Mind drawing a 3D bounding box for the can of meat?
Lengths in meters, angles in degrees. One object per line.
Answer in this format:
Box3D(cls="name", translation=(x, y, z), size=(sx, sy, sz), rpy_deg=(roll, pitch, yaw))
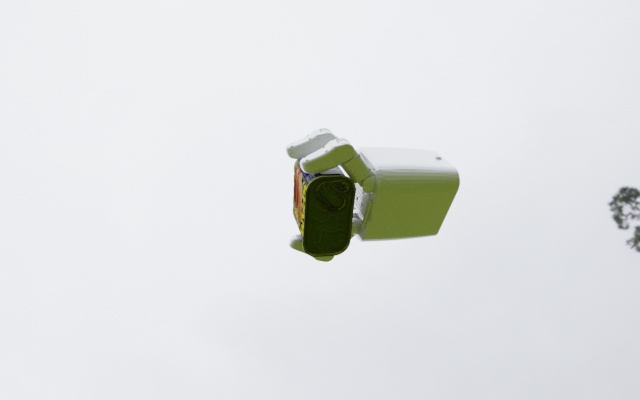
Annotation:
Box3D(cls="can of meat", translation=(0.000, 0.002, 0.570), size=(0.057, 0.102, 0.084), rpy_deg=(-3, 26, -14))
